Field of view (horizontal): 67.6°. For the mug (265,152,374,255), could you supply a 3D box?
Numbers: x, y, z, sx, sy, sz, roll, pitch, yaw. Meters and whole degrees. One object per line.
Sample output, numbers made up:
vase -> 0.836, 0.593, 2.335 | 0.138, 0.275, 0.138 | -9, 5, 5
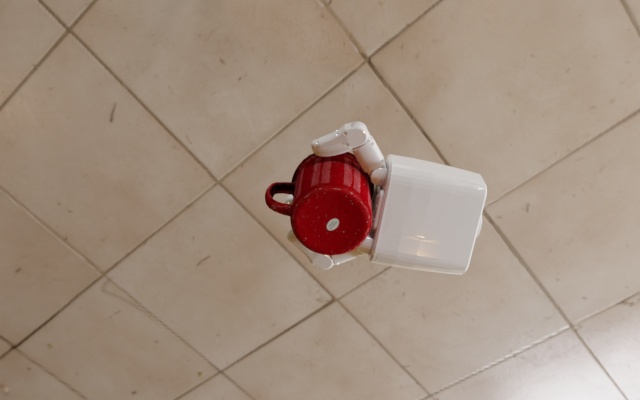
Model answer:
mug -> -0.001, 0.001, 0.500 | 0.117, 0.093, 0.081 | 10, 27, -2
